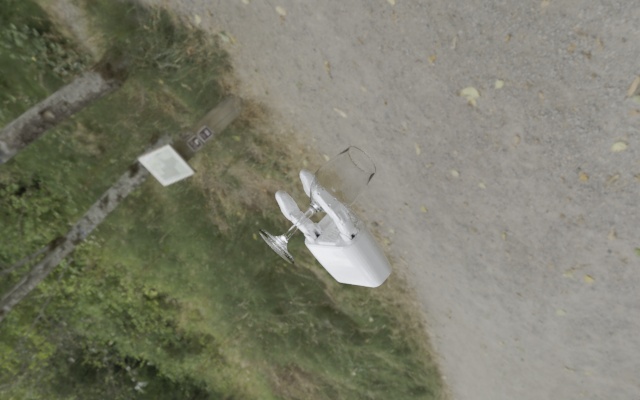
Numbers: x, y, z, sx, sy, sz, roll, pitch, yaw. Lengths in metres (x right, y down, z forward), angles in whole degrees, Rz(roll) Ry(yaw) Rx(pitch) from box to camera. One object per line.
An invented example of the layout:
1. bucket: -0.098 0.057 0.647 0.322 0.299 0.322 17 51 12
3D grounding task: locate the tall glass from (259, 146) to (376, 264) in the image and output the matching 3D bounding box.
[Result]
1. tall glass: 0.000 0.003 0.748 0.201 0.079 0.079 -46 16 -16
